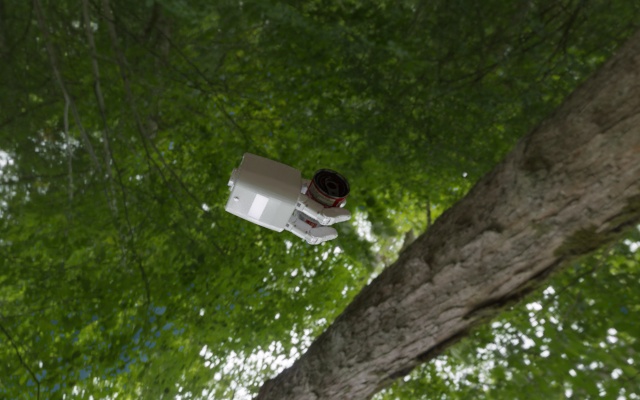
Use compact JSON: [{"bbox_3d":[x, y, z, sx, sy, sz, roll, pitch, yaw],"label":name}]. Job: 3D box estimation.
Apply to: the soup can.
[{"bbox_3d":[0.000,0.003,0.846,0.068,0.068,0.102,0,-41,-31],"label":"soup can"}]
